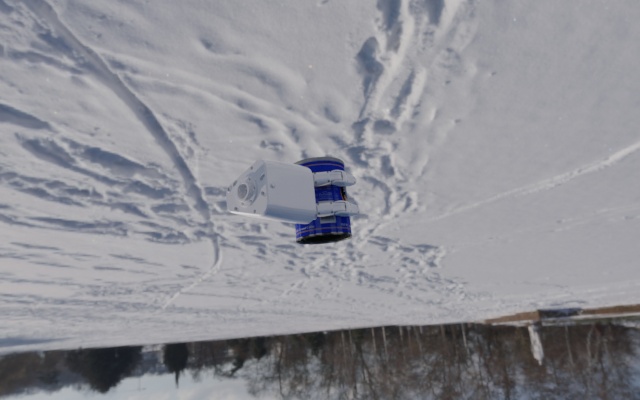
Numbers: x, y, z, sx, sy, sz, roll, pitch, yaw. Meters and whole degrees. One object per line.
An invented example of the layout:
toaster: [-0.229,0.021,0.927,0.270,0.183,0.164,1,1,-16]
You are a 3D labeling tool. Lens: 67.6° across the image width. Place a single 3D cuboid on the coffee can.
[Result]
coffee can: [0.000,0.003,0.875,0.103,0.140,0.103,-6,-14,-1]
